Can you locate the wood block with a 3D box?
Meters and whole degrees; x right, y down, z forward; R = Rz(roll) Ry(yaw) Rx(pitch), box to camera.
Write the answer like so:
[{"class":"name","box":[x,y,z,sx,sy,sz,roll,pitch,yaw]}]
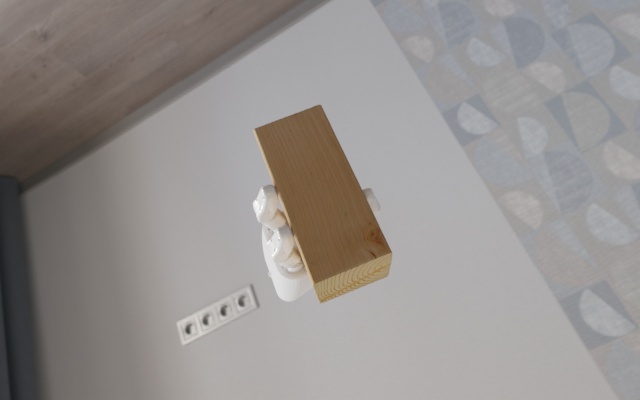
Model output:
[{"class":"wood block","box":[0.000,0.002,0.569,0.091,0.206,0.090,-21,-25,-5]}]
